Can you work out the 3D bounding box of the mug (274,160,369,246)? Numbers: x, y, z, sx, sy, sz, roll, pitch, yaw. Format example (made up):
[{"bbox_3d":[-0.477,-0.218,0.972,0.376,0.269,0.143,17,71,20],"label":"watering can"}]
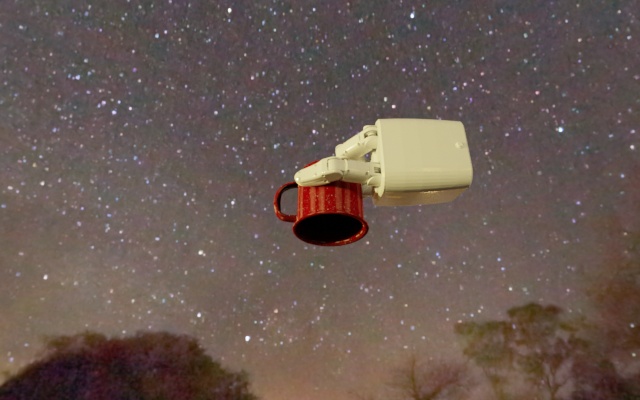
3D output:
[{"bbox_3d":[-0.001,0.002,0.601,0.117,0.081,0.093,0,-30,0],"label":"mug"}]
